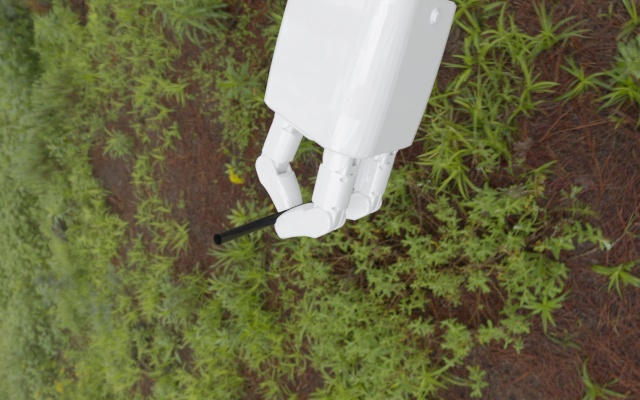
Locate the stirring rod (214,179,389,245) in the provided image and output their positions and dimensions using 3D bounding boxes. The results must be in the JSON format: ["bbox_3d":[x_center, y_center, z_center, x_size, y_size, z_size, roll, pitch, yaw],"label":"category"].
[{"bbox_3d":[0.000,0.001,0.421,0.011,0.011,0.239,0,12,37],"label":"stirring rod"}]
